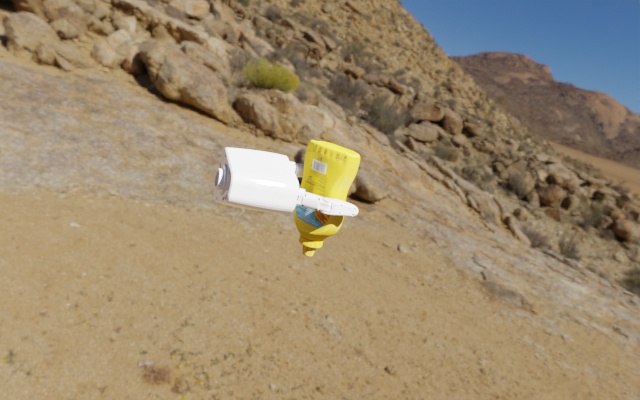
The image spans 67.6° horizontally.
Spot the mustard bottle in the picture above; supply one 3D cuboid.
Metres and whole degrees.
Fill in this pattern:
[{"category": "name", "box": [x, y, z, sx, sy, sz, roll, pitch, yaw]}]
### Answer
[{"category": "mustard bottle", "box": [0.000, 0.002, 0.794, 0.096, 0.192, 0.058, 25, 17, 39]}]
